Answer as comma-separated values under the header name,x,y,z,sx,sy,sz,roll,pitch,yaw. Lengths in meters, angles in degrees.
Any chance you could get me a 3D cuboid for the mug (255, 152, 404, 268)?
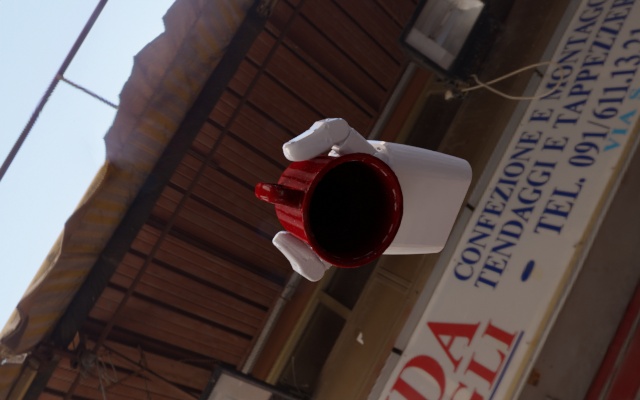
name,x,y,z,sx,sy,sz,roll,pitch,yaw
mug,-0.001,0.001,0.408,0.117,0.093,0.081,7,5,-27
